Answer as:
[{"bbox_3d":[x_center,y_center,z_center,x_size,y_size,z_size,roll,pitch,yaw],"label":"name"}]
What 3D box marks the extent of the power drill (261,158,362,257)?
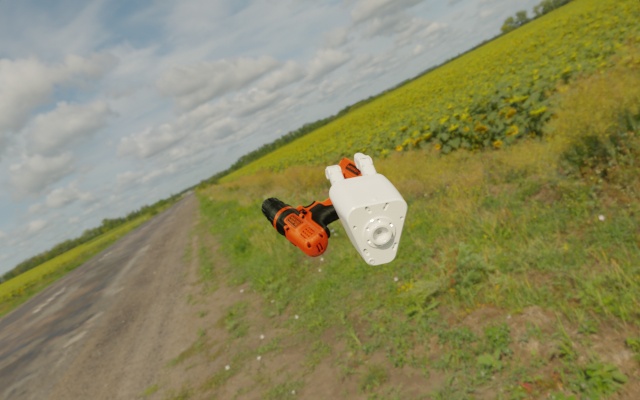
[{"bbox_3d":[0.001,0.003,0.862,0.187,0.057,0.184,-39,42,-14],"label":"power drill"}]
